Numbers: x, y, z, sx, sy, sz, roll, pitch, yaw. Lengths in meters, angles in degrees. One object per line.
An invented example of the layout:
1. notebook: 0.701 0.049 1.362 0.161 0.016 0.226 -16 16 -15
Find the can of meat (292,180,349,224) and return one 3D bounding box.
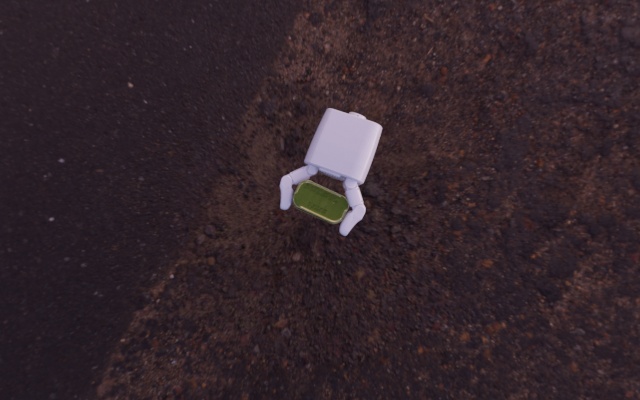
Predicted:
1. can of meat: 0.000 0.003 0.856 0.102 0.057 0.084 24 -2 0
